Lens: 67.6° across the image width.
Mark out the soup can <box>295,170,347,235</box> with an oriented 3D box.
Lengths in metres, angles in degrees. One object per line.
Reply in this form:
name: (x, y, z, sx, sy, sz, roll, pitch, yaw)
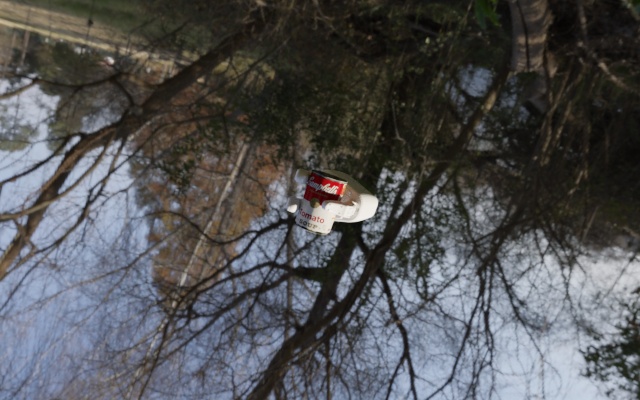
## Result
soup can: (0.000, 0.003, 0.862, 0.068, 0.102, 0.068, 19, 9, -3)
